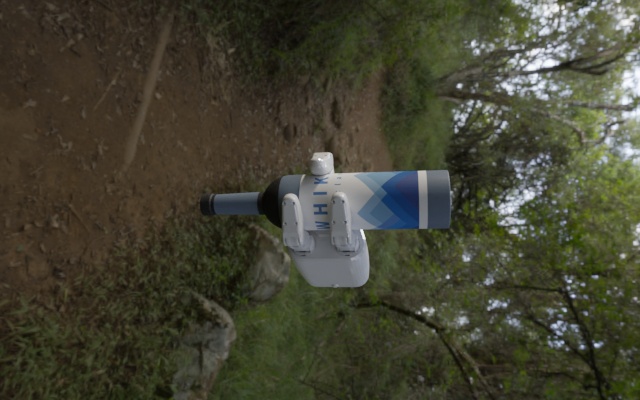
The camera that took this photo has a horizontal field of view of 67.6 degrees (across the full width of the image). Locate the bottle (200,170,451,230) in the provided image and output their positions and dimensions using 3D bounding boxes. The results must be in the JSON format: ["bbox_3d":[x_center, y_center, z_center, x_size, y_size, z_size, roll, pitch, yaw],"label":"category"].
[{"bbox_3d":[0.000,0.002,0.568,0.296,0.069,0.069,-1,0,10],"label":"bottle"}]
